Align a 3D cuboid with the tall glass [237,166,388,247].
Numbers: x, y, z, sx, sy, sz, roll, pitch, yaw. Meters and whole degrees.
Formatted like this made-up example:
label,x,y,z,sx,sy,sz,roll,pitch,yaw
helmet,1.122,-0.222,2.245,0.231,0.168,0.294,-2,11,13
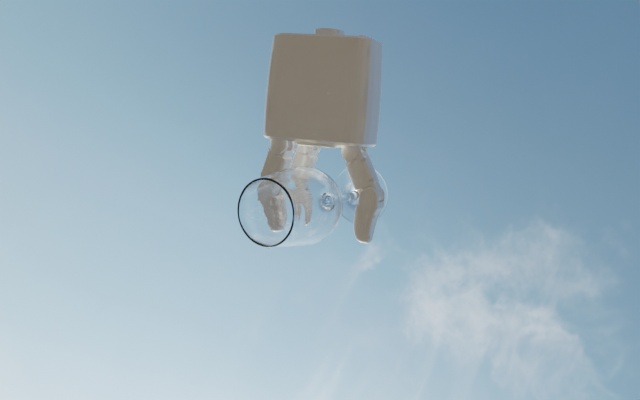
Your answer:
label,x,y,z,sx,sy,sz,roll,pitch,yaw
tall glass,0.000,0.002,0.502,0.079,0.079,0.201,0,6,30
